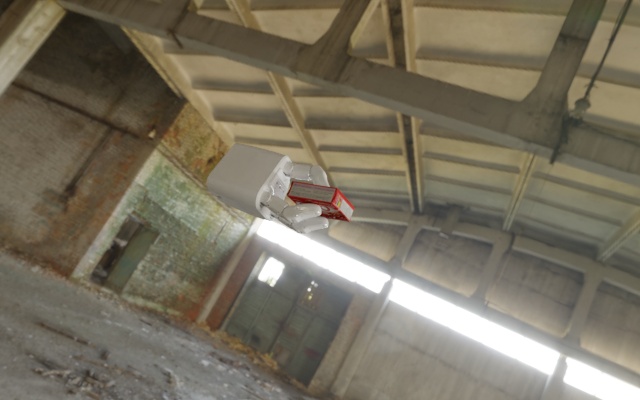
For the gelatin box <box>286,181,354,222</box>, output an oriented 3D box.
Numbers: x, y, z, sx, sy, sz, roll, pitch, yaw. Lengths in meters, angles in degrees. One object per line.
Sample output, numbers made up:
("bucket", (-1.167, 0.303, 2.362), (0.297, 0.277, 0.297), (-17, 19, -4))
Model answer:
("gelatin box", (0.001, 0.002, 0.774), (0.089, 0.030, 0.073), (9, -21, 31))
